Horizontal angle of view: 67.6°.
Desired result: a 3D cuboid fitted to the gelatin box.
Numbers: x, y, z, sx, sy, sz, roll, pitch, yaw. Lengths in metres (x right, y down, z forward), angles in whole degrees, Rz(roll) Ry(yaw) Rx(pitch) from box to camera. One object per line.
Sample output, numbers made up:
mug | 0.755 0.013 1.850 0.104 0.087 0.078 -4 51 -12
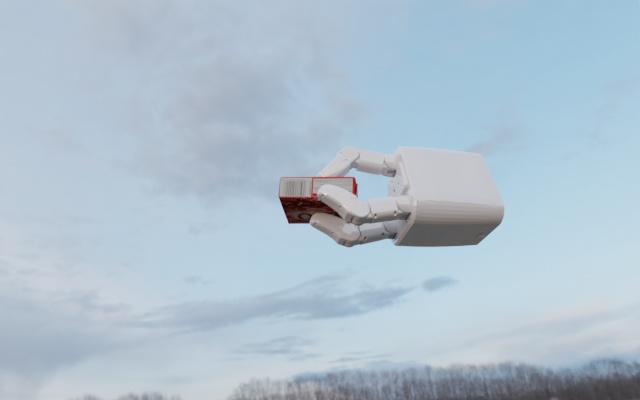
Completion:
gelatin box | 0.000 0.001 0.564 0.089 0.030 0.073 0 -26 6
